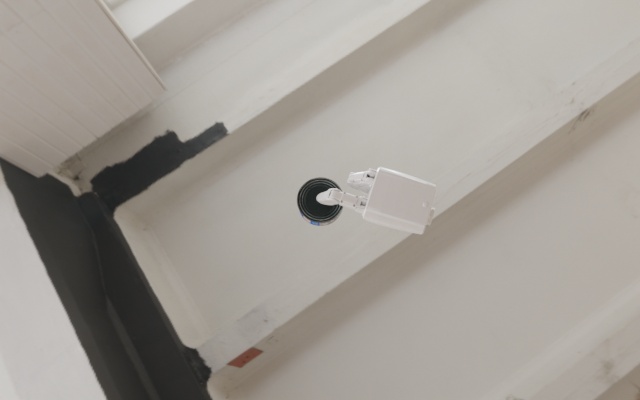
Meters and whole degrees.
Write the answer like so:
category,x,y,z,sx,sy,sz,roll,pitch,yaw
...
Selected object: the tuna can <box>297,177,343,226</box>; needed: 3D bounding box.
category,x,y,z,sx,sy,sz,roll,pitch,yaw
tuna can,0.000,0.003,0.880,0.086,0.086,0.034,0,-16,1
